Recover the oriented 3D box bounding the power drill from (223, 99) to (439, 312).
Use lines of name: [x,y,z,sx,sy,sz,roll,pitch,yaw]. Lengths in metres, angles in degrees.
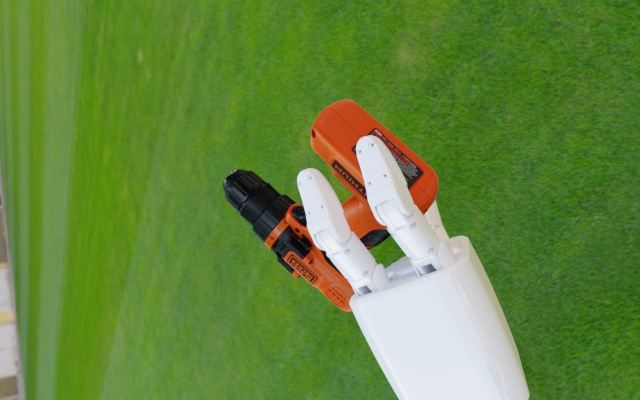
power drill: [0.000,0.001,0.420,0.057,0.184,0.188,-46,-5,-36]
